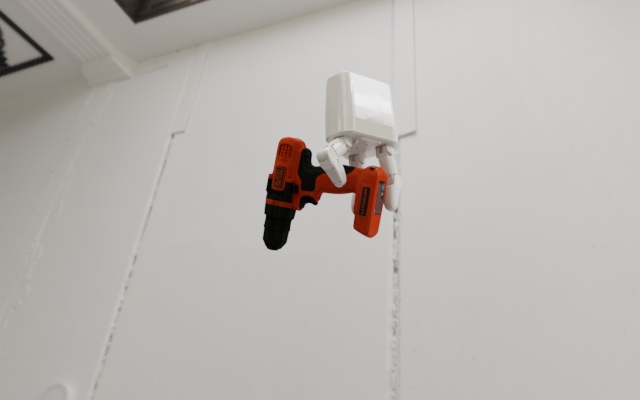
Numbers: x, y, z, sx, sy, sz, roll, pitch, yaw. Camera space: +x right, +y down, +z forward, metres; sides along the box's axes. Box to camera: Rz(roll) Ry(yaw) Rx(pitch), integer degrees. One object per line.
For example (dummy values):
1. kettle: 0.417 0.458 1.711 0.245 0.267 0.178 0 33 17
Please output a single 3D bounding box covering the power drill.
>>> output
1. power drill: 0.001 0.002 0.739 0.187 0.184 0.057 12 5 22
